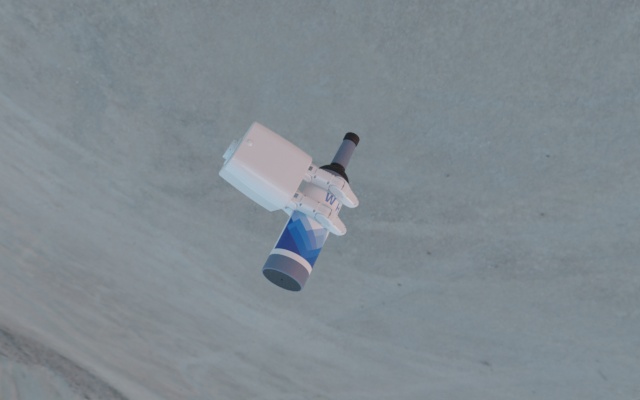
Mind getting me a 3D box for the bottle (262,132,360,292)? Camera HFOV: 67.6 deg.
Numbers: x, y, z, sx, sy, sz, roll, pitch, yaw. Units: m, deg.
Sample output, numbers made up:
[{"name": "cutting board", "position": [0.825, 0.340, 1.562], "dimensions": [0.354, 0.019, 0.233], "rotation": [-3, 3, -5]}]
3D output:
[{"name": "bottle", "position": [0.000, 0.003, 0.771], "dimensions": [0.069, 0.295, 0.069], "rotation": [19, -31, 12]}]
